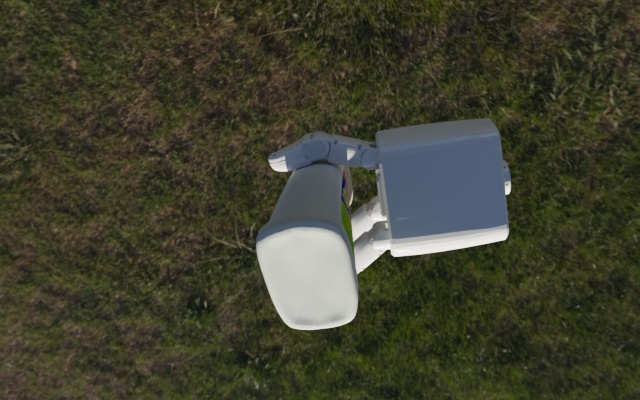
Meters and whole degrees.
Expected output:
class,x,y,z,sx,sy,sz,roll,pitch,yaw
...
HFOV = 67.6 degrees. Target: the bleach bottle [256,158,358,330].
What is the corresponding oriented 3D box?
class,x,y,z,sx,sy,sz,roll,pitch,yaw
bleach bottle,0.000,0.002,0.457,0.068,0.103,0.250,-8,27,9
